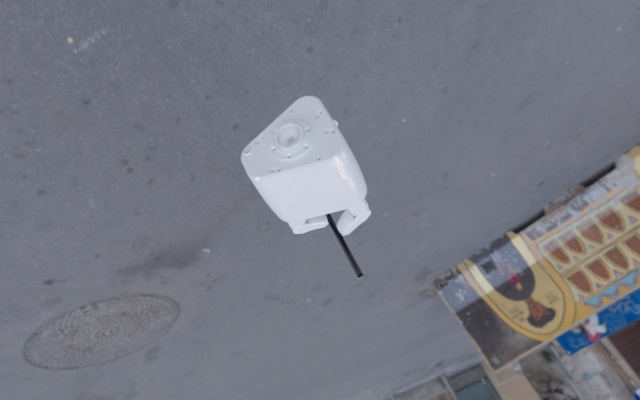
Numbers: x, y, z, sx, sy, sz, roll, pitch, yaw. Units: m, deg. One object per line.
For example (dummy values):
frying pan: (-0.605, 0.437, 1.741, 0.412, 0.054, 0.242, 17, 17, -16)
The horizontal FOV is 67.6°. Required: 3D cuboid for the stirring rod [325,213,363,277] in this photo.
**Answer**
stirring rod: (0.000, 0.002, 0.656, 0.011, 0.239, 0.011, -21, -31, -13)
